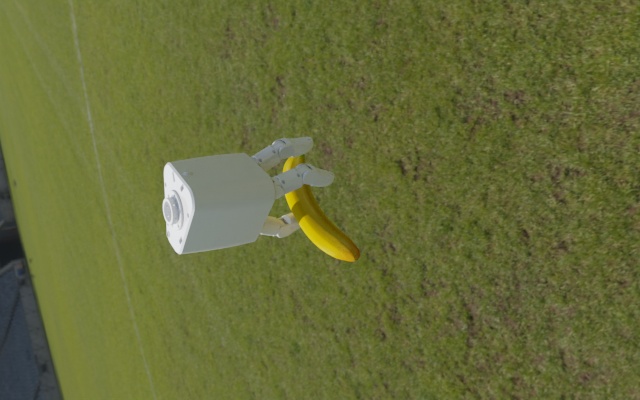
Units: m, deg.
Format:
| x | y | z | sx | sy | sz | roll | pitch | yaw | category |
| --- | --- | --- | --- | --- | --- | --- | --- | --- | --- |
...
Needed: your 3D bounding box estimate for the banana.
| x | y | z | sx | sy | sz | roll | pitch | yaw | category |
| --- | --- | --- | --- | --- | --- | --- | --- | --- | --- |
| -0.010 | 0.010 | 0.660 | 0.037 | 0.197 | 0.070 | -6 | -30 | -38 | banana |
